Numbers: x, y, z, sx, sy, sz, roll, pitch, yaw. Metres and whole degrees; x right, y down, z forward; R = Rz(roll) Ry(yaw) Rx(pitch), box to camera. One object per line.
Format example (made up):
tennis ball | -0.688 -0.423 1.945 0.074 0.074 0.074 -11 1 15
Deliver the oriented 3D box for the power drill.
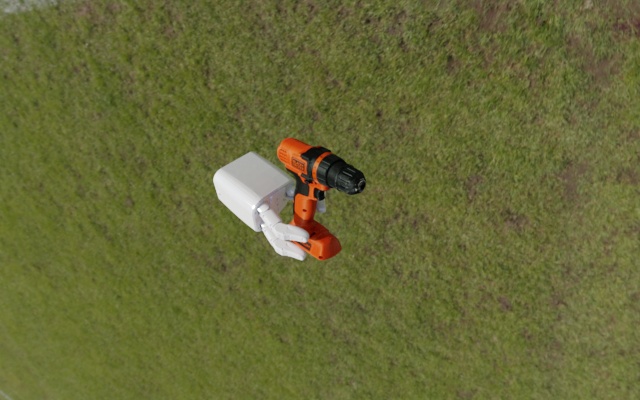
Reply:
power drill | 0.000 0.003 0.793 0.057 0.188 0.184 -22 37 -35
